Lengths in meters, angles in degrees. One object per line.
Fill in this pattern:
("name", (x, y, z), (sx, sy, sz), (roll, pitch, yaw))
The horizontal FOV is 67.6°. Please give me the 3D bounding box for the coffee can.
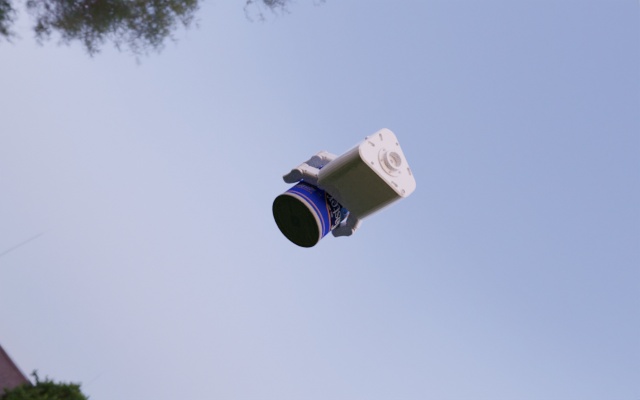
("coffee can", (0.000, 0.003, 0.828), (0.103, 0.103, 0.140), (0, 28, 43))
